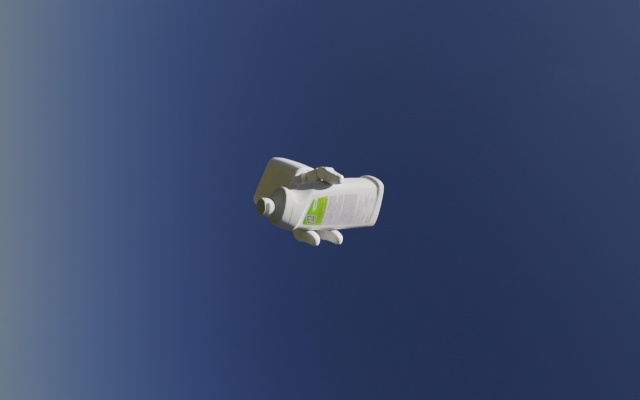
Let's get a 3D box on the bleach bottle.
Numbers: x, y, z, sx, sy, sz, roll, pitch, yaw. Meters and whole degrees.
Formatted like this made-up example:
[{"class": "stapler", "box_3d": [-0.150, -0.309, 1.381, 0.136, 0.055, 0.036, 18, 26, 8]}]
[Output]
[{"class": "bleach bottle", "box_3d": [0.000, 0.003, 0.868, 0.251, 0.102, 0.068, 0, 17, -39]}]
